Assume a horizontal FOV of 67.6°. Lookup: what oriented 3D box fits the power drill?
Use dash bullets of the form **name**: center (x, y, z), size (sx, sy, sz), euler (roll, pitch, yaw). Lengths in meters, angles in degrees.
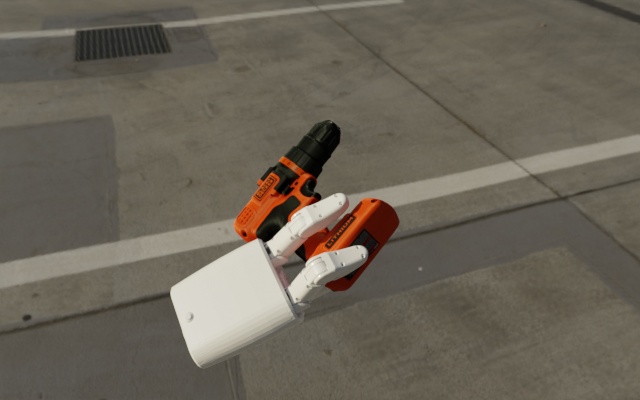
- **power drill**: center (0.000, 0.002, 0.547), size (0.057, 0.184, 0.187), euler (40, -3, -41)
